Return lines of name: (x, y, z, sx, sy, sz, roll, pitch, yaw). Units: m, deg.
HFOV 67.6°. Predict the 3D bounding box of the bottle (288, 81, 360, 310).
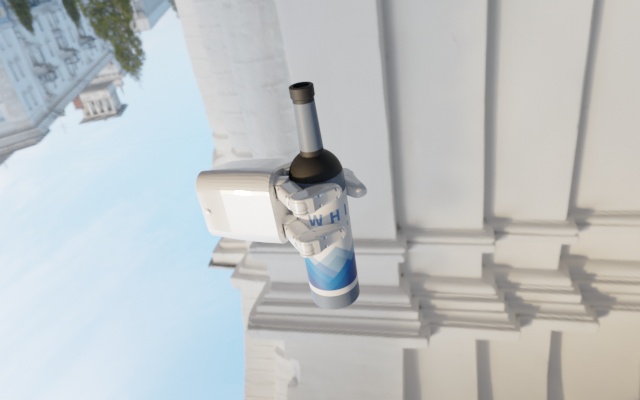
bottle: (0.000, 0.002, 0.587, 0.069, 0.296, 0.069, -7, 30, 4)
